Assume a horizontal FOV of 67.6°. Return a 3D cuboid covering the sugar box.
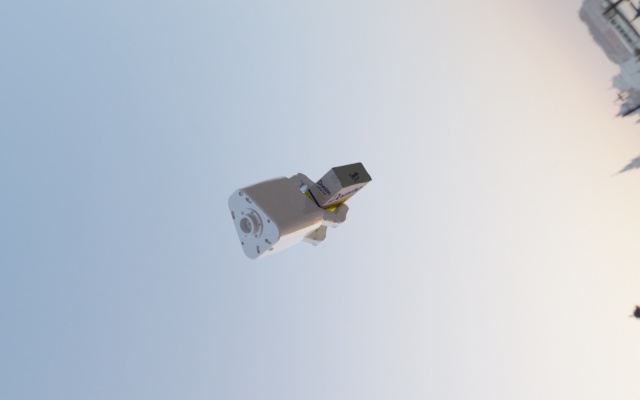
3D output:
[{"bbox_3d":[0.000,0.003,0.838,0.176,0.048,0.093,-38,-13,36],"label":"sugar box"}]
